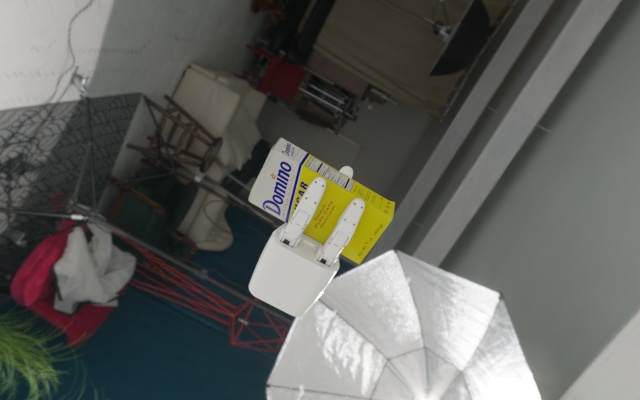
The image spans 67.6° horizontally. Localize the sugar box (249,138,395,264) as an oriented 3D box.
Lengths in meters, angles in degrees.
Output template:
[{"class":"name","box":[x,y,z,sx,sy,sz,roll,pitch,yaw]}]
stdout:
[{"class":"sugar box","box":[0.000,0.003,0.632,0.176,0.093,0.048,28,32,-3]}]
